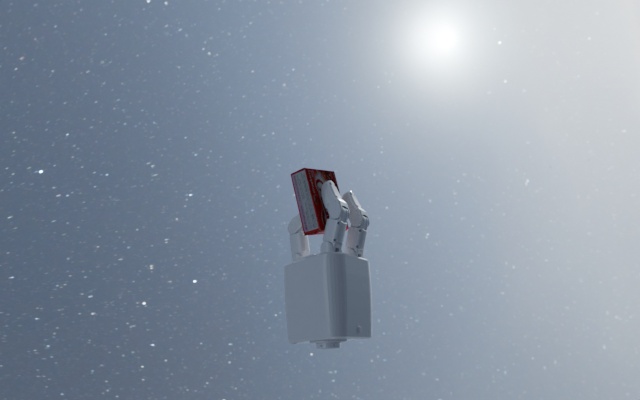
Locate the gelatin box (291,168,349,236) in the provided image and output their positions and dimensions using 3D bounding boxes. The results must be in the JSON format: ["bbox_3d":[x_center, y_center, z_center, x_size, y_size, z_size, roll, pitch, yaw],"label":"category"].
[{"bbox_3d":[0.000,0.002,0.659,0.030,0.089,0.073,-20,-12,32],"label":"gelatin box"}]
